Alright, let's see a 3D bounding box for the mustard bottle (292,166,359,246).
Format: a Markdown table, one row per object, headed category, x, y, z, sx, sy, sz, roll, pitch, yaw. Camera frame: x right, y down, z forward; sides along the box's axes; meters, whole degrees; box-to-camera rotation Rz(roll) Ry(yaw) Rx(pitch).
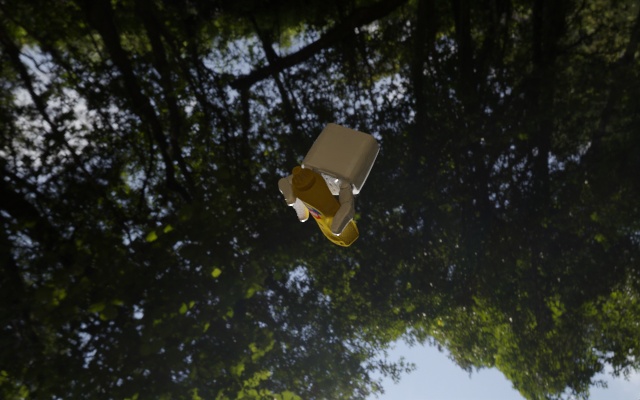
| category | x | y | z | sx | sy | sz | roll | pitch | yaw |
| --- | --- | --- | --- | --- | --- | --- | --- | --- | --- |
| mustard bottle | 0.000 | 0.003 | 0.857 | 0.096 | 0.058 | 0.192 | 43 | -8 | 43 |
